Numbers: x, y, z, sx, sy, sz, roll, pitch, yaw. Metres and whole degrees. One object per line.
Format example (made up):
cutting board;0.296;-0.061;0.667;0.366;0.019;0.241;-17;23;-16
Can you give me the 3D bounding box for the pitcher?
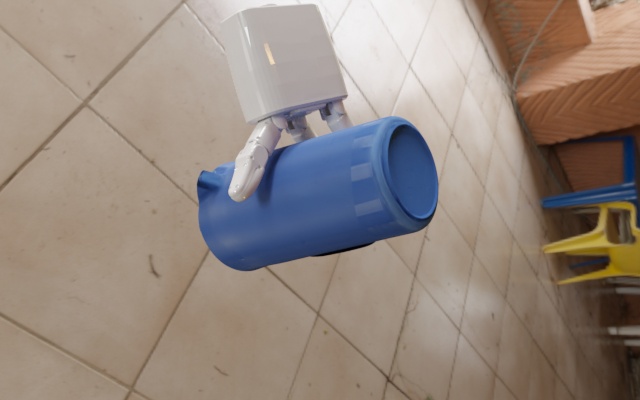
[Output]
pitcher;0.000;0.001;0.508;0.243;0.145;0.149;-14;4;39
